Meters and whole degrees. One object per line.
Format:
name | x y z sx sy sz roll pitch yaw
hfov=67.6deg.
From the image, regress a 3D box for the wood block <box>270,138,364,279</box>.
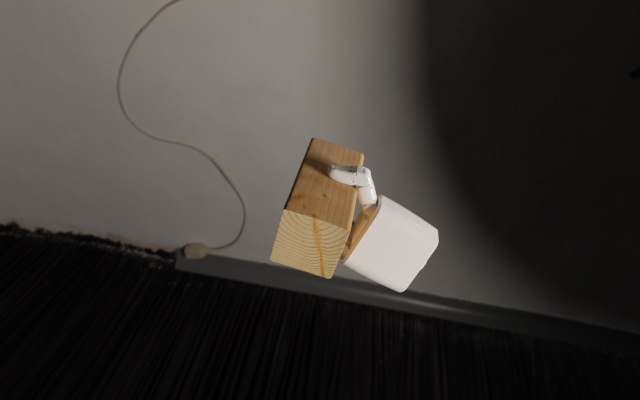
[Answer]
wood block | 0.001 0.002 0.699 0.090 0.091 0.206 18 34 -1
